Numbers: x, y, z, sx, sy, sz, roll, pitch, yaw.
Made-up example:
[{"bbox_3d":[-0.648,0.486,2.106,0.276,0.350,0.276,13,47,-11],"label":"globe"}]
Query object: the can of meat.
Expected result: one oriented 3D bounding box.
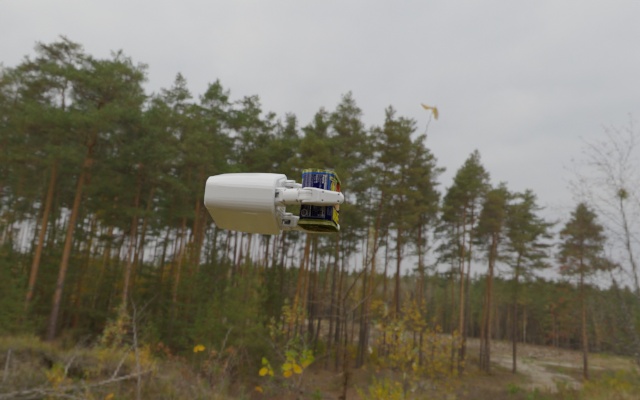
[{"bbox_3d":[0.000,0.002,0.748,0.057,0.084,0.102,2,-10,9],"label":"can of meat"}]
